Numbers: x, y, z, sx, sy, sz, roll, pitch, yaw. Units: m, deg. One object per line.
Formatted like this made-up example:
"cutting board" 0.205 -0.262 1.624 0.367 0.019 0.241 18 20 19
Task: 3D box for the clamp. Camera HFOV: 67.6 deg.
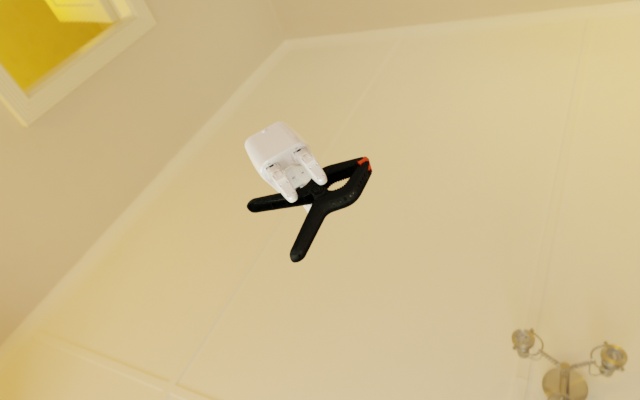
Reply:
"clamp" 0.001 0.003 0.757 0.210 0.036 0.164 -30 44 -8
